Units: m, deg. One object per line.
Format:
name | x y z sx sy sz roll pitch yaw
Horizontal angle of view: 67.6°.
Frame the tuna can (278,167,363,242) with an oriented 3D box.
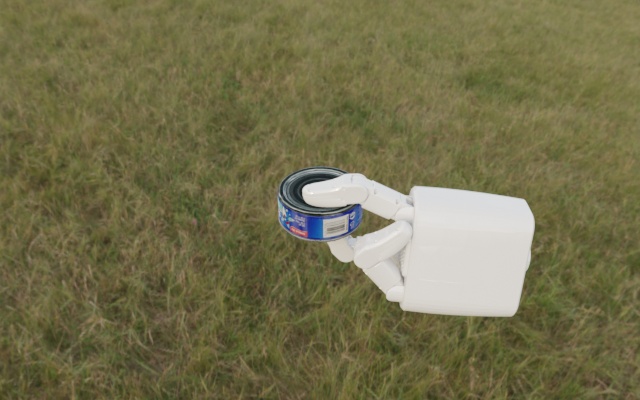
tuna can | 0.000 0.001 0.475 0.086 0.034 0.086 0 36 0
